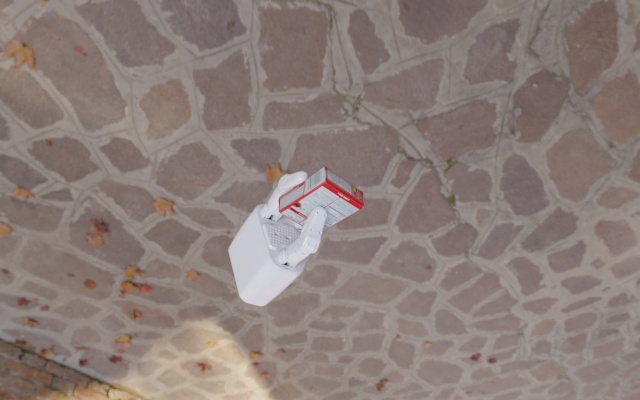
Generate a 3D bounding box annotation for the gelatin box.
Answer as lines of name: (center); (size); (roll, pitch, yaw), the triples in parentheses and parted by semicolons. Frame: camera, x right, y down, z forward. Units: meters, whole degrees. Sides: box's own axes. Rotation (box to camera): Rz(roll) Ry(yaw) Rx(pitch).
gelatin box: (0.000, 0.002, 0.623); (0.089, 0.030, 0.073); (-32, -49, 33)
